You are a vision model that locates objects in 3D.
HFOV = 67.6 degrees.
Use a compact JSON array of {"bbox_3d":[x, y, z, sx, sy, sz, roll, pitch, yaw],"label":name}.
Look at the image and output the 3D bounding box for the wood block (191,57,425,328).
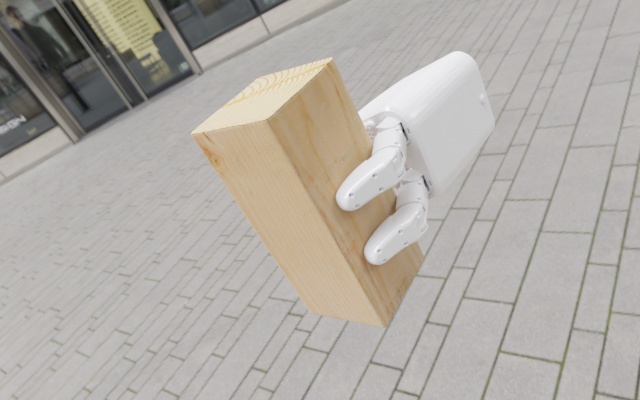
[{"bbox_3d":[0.000,0.001,0.404,0.091,0.206,0.090,0,39,43],"label":"wood block"}]
